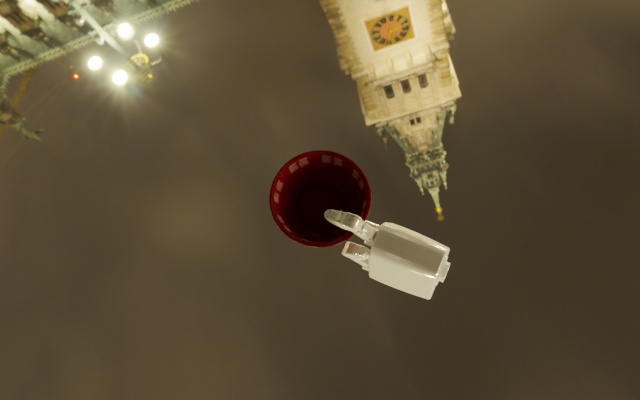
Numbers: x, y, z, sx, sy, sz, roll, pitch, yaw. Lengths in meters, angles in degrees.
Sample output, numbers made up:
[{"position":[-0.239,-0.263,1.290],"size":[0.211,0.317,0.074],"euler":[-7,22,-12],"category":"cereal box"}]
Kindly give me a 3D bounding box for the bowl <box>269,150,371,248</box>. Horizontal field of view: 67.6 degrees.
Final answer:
[{"position":[-0.001,0.002,0.776],"size":[0.162,0.162,0.055],"euler":[0,-18,2],"category":"bowl"}]
